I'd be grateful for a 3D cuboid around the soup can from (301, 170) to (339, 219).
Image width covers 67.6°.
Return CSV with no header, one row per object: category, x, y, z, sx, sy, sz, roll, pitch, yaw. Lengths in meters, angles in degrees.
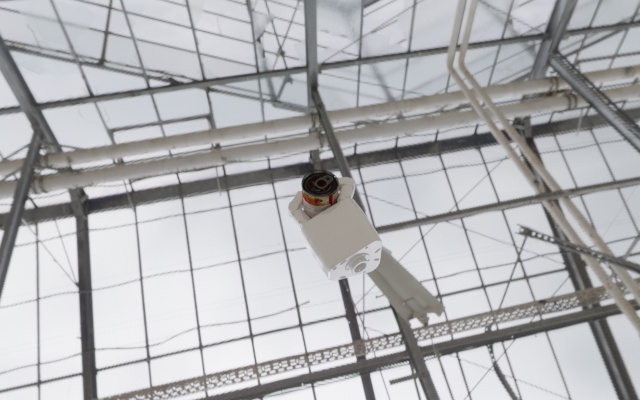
soup can,0.000,0.003,0.887,0.068,0.068,0.102,0,-43,1
